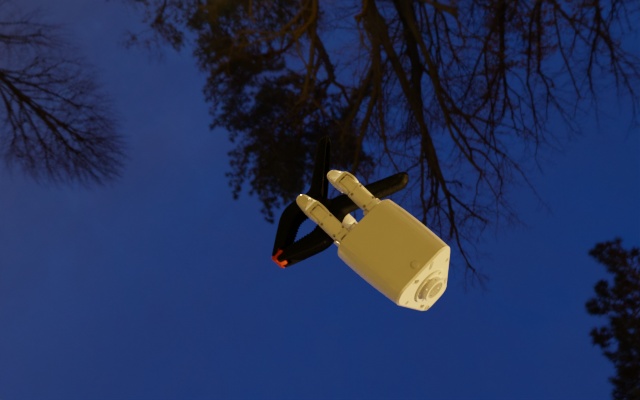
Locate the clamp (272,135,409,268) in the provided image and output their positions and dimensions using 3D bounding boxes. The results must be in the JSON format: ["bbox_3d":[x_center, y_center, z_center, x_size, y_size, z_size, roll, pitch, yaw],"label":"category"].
[{"bbox_3d":[0.000,0.003,0.681,0.164,0.210,0.036,39,-9,39],"label":"clamp"}]
